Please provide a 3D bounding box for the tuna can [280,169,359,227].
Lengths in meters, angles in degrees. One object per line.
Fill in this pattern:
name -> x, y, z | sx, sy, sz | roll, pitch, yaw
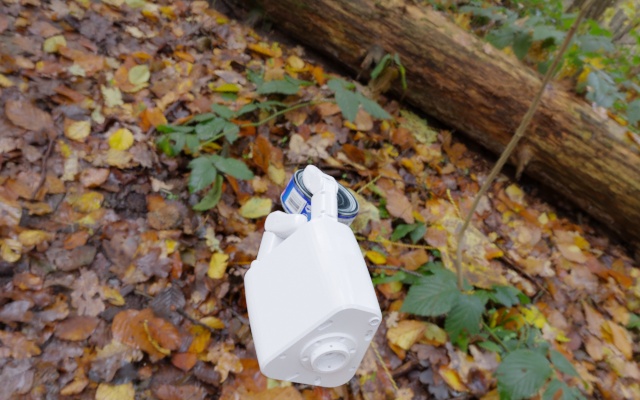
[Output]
tuna can -> 0.000, 0.001, 0.541 | 0.086, 0.034, 0.086 | 25, 25, -13
